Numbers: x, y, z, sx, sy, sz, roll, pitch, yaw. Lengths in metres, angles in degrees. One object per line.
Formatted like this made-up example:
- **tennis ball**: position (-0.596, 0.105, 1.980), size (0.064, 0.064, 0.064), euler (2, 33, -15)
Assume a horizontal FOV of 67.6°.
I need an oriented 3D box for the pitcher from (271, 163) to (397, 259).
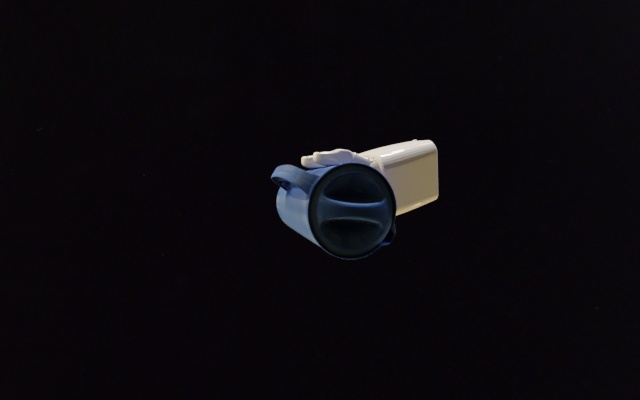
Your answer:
- **pitcher**: position (0.000, 0.002, 0.757), size (0.145, 0.149, 0.243), euler (-16, 8, -18)
